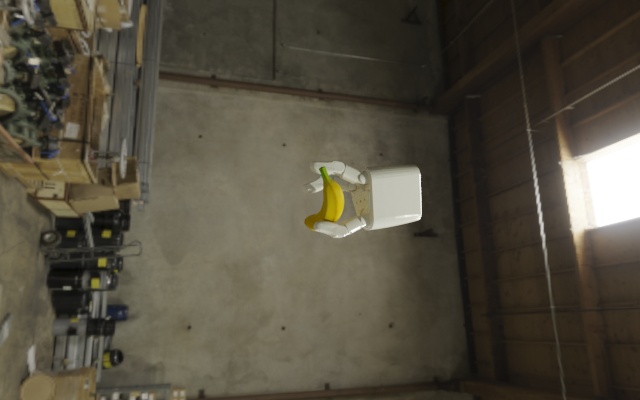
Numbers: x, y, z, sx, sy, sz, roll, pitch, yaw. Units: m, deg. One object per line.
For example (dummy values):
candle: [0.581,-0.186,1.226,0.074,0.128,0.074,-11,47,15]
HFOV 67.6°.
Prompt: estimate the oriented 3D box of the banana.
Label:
banana: [0.008,0.016,0.877,0.037,0.069,0.198,-17,-26,-22]
